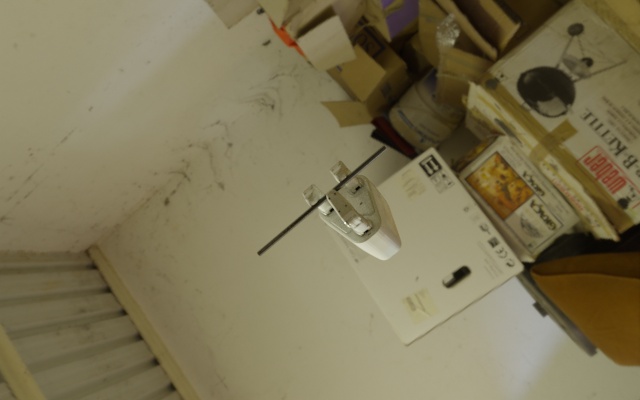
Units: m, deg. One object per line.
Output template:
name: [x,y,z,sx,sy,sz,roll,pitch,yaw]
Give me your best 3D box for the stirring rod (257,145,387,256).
stirring rod: [0.000,0.002,0.686,0.239,0.011,0.011,-40,-7,8]
